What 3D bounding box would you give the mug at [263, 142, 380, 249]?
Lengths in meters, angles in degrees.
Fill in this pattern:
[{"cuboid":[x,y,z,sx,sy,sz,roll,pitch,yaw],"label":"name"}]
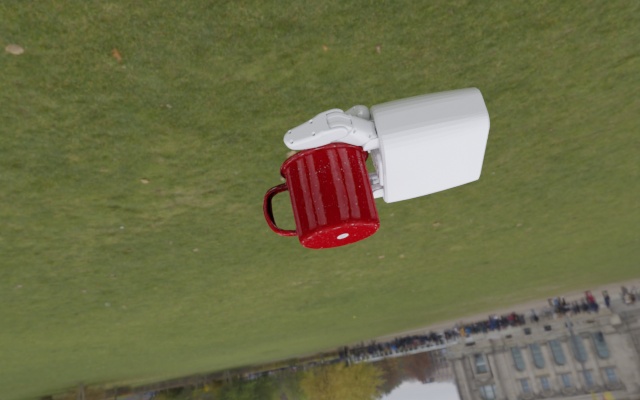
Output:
[{"cuboid":[-0.001,0.002,0.477,0.117,0.081,0.093,-13,-18,2],"label":"mug"}]
